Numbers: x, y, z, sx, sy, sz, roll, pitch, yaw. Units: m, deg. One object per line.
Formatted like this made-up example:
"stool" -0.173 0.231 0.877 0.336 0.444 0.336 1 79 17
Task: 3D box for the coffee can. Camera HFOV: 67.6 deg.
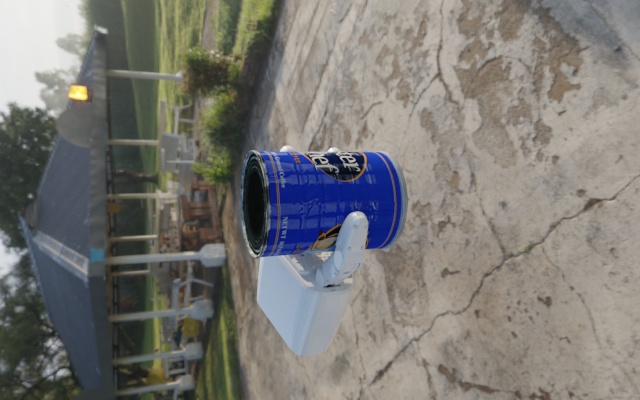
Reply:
"coffee can" 0.000 0.001 0.476 0.140 0.103 0.103 -2 1 -22
